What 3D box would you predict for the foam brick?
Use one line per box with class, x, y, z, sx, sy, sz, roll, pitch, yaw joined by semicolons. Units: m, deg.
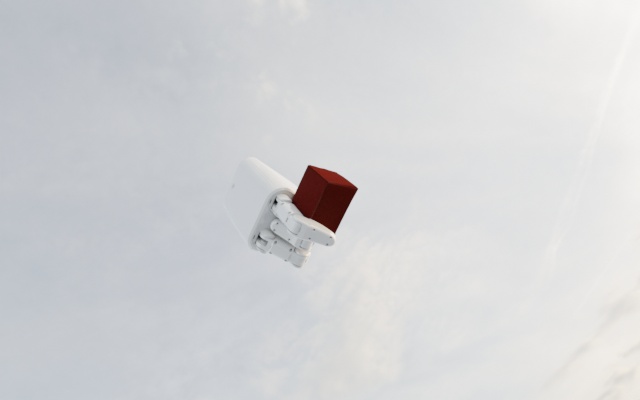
foam brick;0.000;0.002;0.611;0.053;0.078;0.051;12;22;-39
